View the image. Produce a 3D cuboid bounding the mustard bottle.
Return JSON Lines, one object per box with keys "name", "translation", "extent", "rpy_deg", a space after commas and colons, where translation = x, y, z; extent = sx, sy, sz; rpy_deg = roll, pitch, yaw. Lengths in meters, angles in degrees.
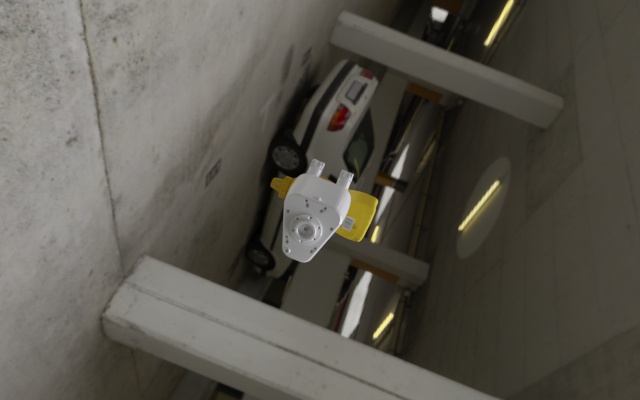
{"name": "mustard bottle", "translation": [0.000, 0.003, 0.869], "extent": [0.191, 0.096, 0.058], "rpy_deg": [22, 44, 1]}
